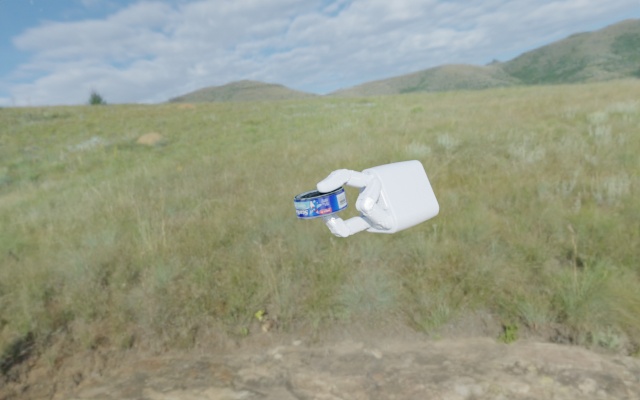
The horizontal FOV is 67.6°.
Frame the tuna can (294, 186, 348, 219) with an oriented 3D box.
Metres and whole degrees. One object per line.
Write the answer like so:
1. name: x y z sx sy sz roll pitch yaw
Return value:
1. tuna can: 0.000 0.002 0.779 0.086 0.034 0.086 -12 10 2
